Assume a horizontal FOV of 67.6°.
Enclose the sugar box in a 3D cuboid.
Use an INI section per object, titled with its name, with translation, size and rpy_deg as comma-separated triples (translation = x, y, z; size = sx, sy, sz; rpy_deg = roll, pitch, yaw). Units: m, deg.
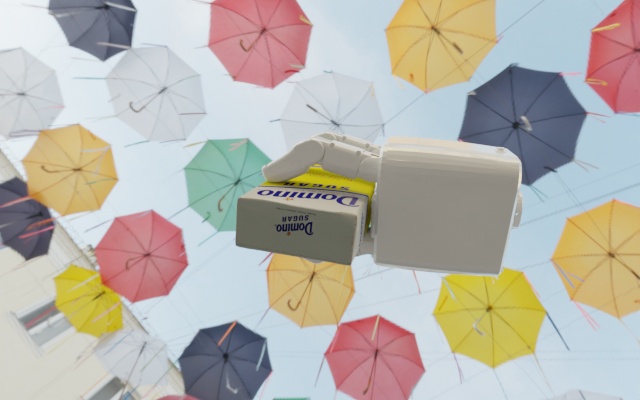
[sugar box]
translation = 0.000, 0.001, 0.428
size = 0.093, 0.048, 0.176
rpy_deg = 8, 13, 11
